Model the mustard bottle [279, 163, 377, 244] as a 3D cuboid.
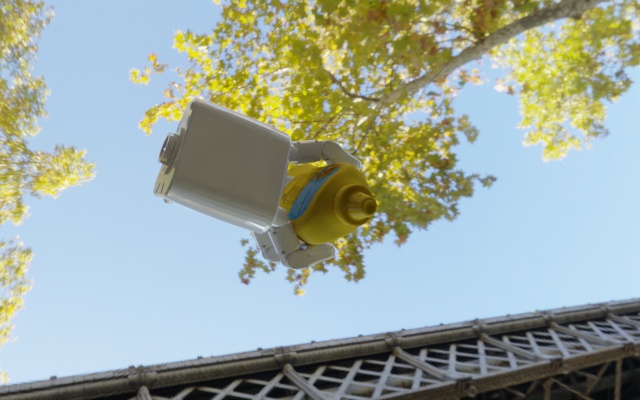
[{"bbox_3d":[0.000,0.002,0.520,0.058,0.096,0.191,47,-19,-21],"label":"mustard bottle"}]
